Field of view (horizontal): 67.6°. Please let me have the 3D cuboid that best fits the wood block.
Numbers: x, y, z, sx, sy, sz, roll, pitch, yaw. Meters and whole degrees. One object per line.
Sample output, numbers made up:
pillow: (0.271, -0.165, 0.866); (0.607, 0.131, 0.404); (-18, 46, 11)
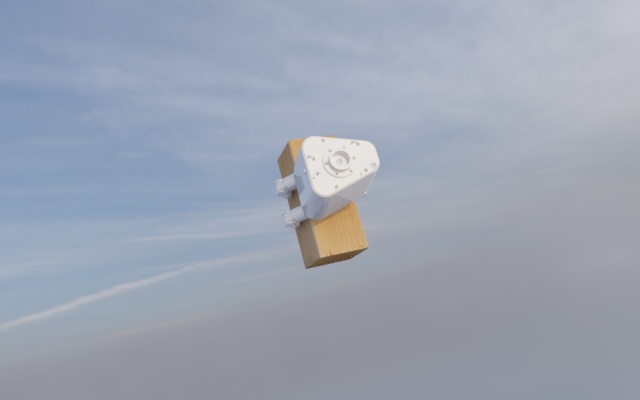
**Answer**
wood block: (0.000, 0.002, 0.827); (0.091, 0.206, 0.090); (-9, -17, -22)
